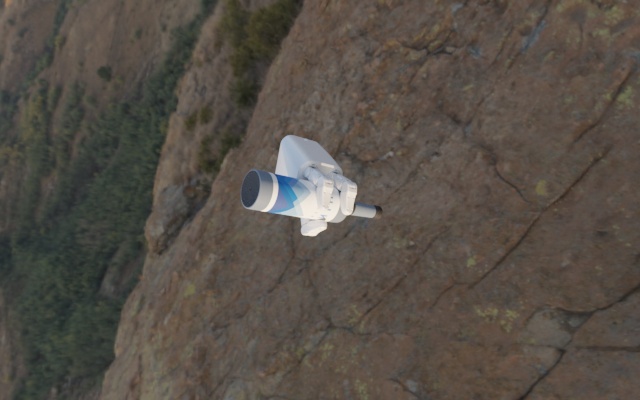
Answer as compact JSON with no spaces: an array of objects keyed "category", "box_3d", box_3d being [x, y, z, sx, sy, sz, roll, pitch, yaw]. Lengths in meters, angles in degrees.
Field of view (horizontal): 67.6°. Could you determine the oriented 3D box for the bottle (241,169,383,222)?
[{"category":"bottle","box_3d":[0.000,0.003,0.876,0.296,0.069,0.069,11,-7,-37]}]
